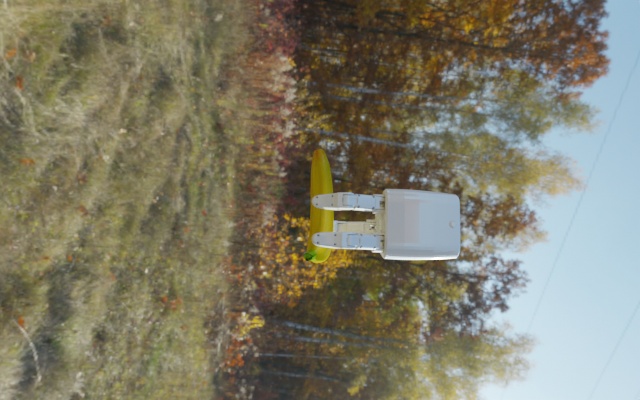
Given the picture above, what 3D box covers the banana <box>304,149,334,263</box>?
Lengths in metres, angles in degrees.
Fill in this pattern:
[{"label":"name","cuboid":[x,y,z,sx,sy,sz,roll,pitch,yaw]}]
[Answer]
[{"label":"banana","cuboid":[0.001,0.016,0.715,0.037,0.197,0.070,0,-35,4]}]
